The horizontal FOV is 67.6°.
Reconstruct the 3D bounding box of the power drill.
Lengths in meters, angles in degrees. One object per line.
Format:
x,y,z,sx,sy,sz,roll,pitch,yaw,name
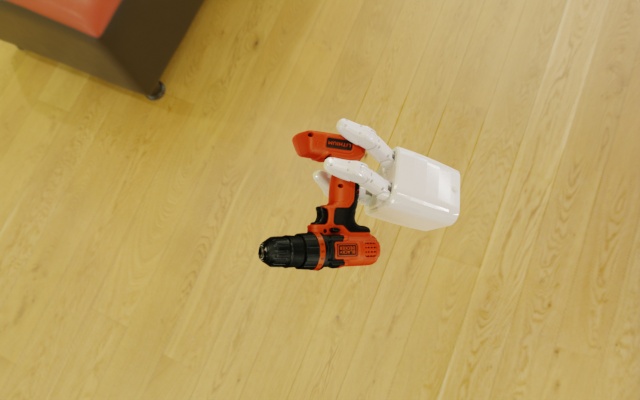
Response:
0.000,0.002,0.660,0.184,0.187,0.057,3,-6,-33,power drill
